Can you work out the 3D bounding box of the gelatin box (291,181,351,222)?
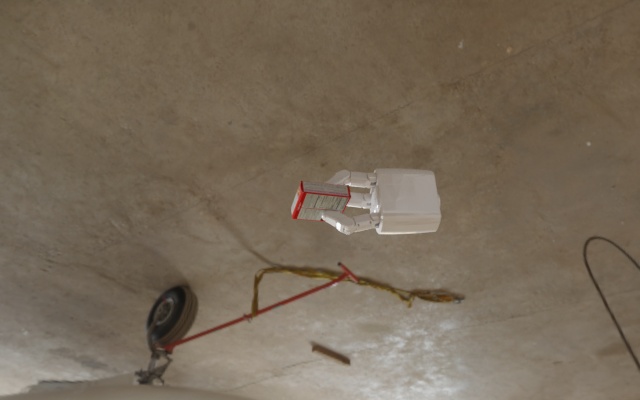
[{"bbox_3d":[0.000,0.003,0.831,0.089,0.030,0.073,5,-41,-17],"label":"gelatin box"}]
